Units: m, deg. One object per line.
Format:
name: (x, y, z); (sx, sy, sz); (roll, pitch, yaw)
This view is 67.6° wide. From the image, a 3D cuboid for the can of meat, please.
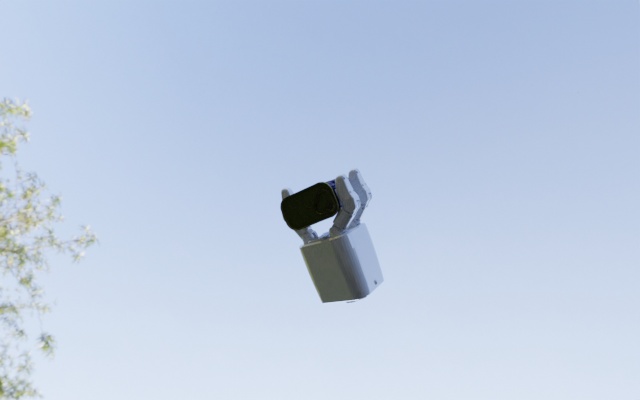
can of meat: (0.000, 0.002, 0.779); (0.102, 0.057, 0.084); (-23, -1, 30)
